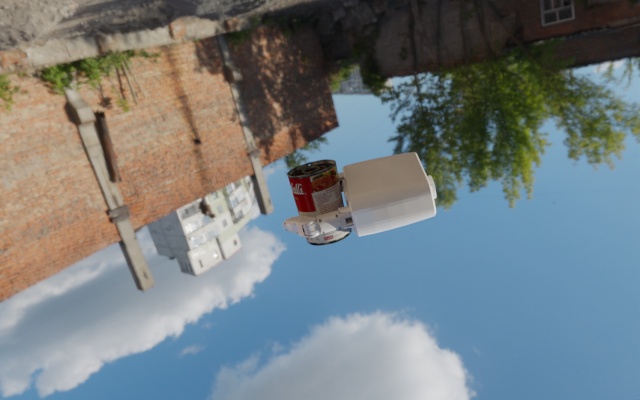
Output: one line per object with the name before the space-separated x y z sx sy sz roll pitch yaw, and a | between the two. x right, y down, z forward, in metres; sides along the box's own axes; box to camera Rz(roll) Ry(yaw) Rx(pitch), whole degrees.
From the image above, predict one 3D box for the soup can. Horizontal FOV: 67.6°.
soup can | 0.000 0.003 0.656 0.068 0.102 0.068 -14 17 4
